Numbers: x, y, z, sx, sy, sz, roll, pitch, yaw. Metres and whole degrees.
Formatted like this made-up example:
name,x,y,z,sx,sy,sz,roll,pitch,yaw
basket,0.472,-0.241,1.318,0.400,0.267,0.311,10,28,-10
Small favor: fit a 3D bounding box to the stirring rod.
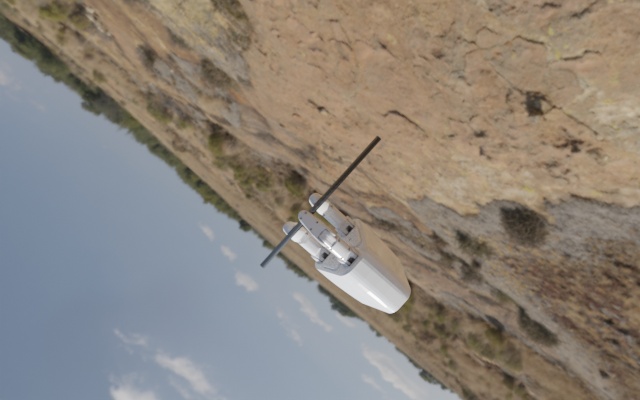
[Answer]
name,x,y,z,sx,sy,sz,roll,pitch,yaw
stirring rod,0.000,0.002,0.659,0.011,0.239,0.011,42,0,0
